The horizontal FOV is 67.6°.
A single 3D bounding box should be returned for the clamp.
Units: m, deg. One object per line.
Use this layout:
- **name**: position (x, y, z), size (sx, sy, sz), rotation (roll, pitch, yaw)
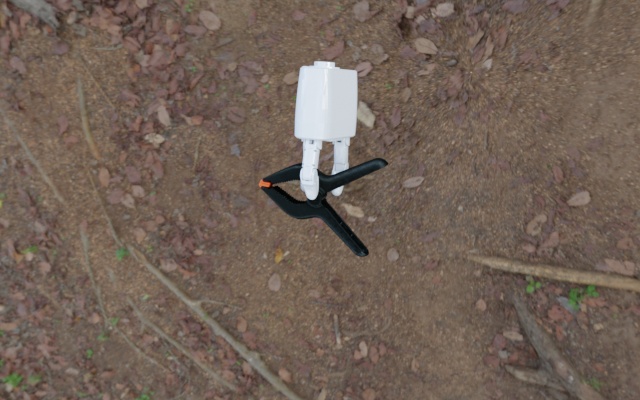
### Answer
- **clamp**: position (-0.001, 0.002, 0.784), size (0.210, 0.164, 0.036), rotation (7, 13, 16)
